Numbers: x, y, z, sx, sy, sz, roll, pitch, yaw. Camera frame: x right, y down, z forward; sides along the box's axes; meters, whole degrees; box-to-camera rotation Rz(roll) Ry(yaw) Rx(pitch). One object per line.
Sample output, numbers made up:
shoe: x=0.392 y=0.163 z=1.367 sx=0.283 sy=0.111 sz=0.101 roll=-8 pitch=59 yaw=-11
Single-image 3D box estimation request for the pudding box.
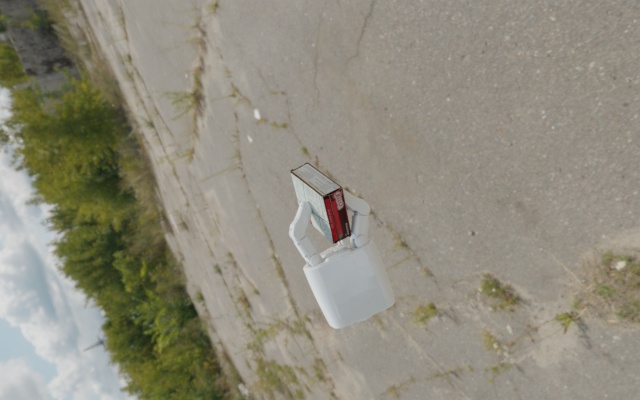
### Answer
pudding box: x=0.000 y=0.003 z=0.744 sx=0.039 sy=0.090 sz=0.113 roll=-26 pitch=35 yaw=-21
